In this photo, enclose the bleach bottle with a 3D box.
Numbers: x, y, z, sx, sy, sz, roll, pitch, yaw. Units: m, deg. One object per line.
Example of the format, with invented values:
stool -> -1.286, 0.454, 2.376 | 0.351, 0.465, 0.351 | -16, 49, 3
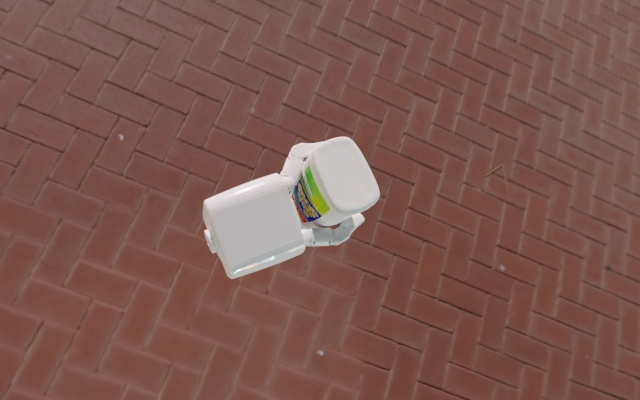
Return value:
bleach bottle -> 0.000, 0.002, 0.696 | 0.068, 0.102, 0.251 | -21, -11, -20
